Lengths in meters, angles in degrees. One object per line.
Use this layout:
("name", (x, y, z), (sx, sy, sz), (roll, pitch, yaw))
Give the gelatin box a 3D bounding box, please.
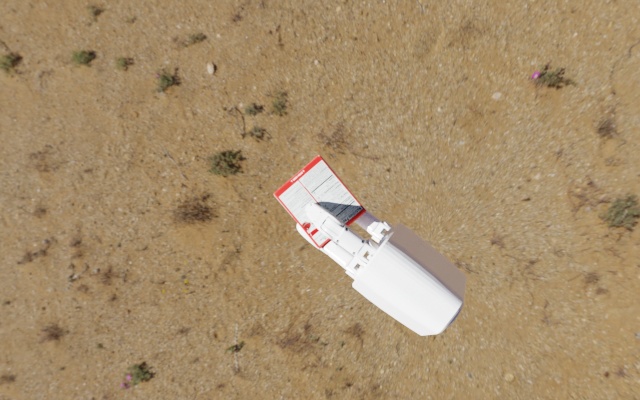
("gelatin box", (0.000, 0.002, 0.576), (0.073, 0.089, 0.030), (-41, -4, 5))
